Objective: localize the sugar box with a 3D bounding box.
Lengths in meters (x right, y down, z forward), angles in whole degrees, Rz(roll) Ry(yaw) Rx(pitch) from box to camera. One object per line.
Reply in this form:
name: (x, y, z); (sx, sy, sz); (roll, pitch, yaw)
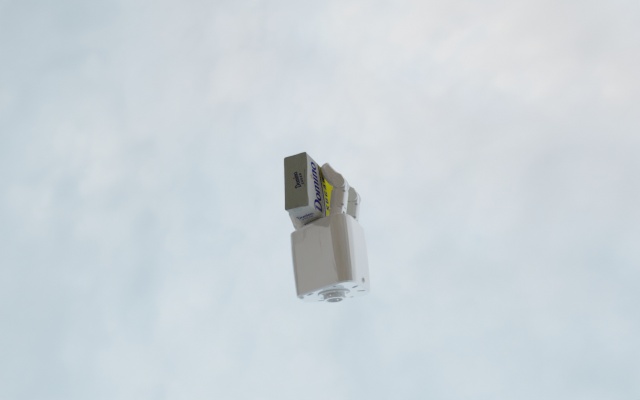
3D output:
sugar box: (0.001, 0.003, 0.778); (0.048, 0.093, 0.176); (-13, -27, 19)
